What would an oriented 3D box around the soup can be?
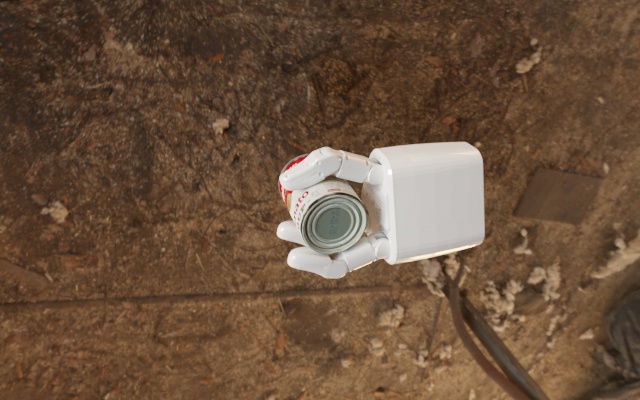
[{"bbox_3d":[0.000,0.002,0.491,0.068,0.068,0.102,0,26,-18],"label":"soup can"}]
